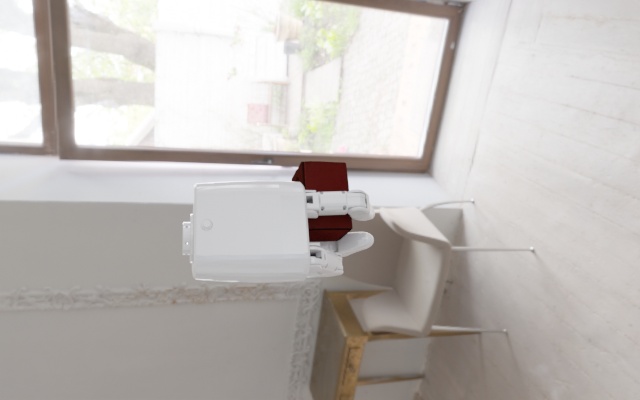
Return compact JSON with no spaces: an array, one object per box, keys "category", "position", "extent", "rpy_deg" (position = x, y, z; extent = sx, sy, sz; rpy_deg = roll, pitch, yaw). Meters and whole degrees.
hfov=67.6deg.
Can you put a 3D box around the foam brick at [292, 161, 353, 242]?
[{"category":"foam brick","position":[0.000,0.001,0.521],"extent":[0.051,0.078,0.053],"rpy_deg":[1,-19,-15]}]
